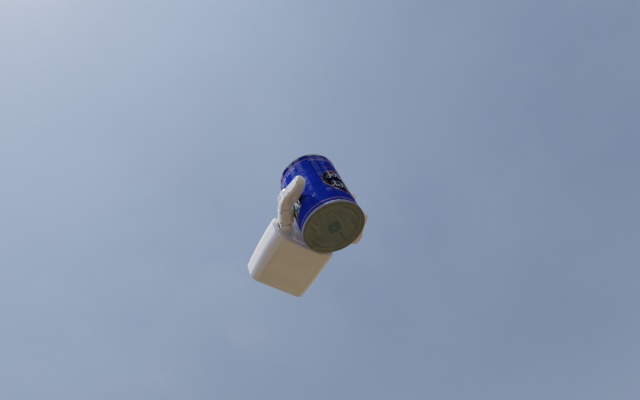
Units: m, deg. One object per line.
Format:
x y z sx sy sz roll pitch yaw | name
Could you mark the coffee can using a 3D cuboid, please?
0.000 0.003 0.792 0.103 0.103 0.140 0 36 -23 | coffee can
